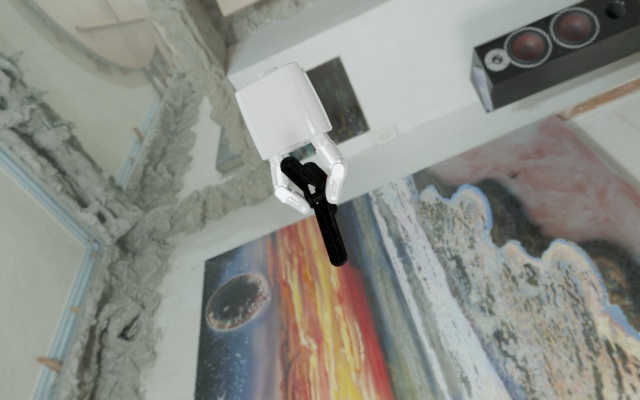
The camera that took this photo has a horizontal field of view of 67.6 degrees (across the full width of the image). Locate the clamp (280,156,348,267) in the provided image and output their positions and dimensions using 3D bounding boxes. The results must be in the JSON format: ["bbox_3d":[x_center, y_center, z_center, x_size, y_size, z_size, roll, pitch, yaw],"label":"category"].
[{"bbox_3d":[-0.001,0.002,0.714,0.036,0.164,0.210,-25,7,9],"label":"clamp"}]
